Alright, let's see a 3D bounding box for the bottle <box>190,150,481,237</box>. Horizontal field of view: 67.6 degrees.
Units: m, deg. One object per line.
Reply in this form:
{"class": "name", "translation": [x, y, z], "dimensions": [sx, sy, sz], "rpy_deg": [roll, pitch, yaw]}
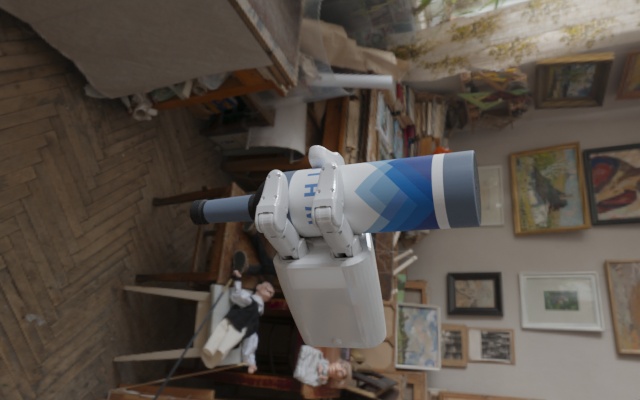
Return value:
{"class": "bottle", "translation": [0.000, 0.001, 0.469], "dimensions": [0.296, 0.069, 0.069], "rpy_deg": [-5, -2, 22]}
